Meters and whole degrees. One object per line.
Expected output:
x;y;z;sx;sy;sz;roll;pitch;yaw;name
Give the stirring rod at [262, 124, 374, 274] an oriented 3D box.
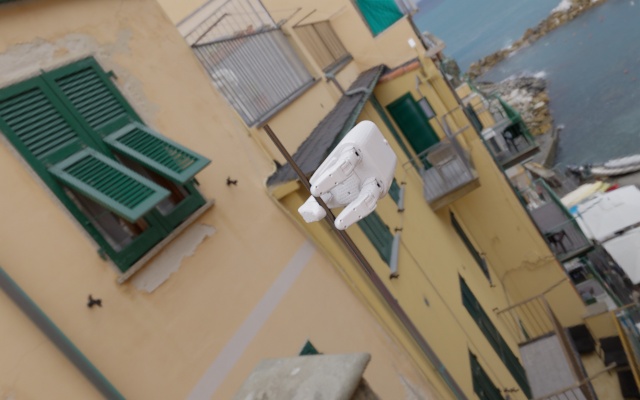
0.000;0.002;0.617;0.011;0.239;0.011;-34;13;9;stirring rod
